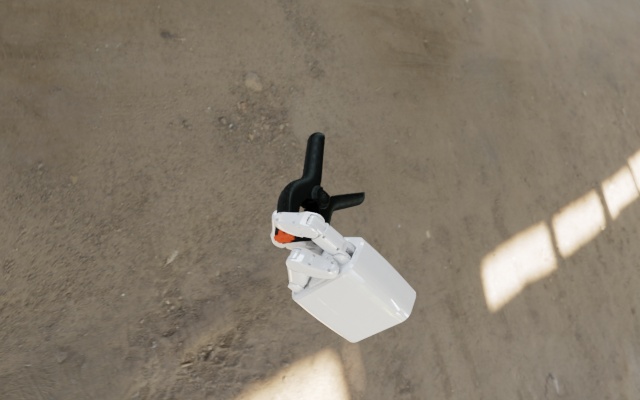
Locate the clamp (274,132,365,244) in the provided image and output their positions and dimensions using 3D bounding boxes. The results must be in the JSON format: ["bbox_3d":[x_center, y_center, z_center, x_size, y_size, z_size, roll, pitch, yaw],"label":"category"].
[{"bbox_3d":[0.000,0.002,0.624,0.120,0.171,0.039,43,-39,-19],"label":"clamp"}]
